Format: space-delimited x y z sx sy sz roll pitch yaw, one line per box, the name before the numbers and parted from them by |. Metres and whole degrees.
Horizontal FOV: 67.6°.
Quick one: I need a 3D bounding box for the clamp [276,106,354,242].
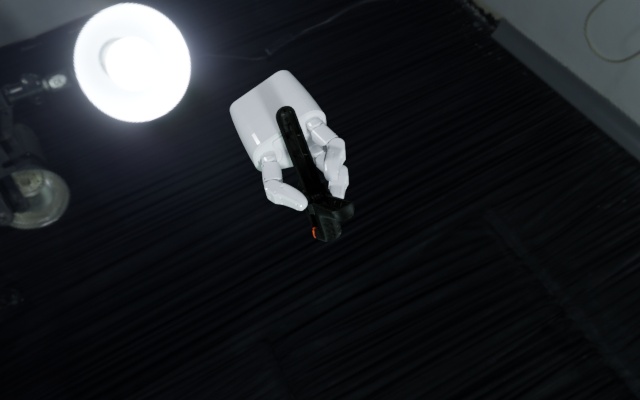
clamp | -0.001 0.002 0.607 0.036 0.164 0.210 -25 -34 -10
